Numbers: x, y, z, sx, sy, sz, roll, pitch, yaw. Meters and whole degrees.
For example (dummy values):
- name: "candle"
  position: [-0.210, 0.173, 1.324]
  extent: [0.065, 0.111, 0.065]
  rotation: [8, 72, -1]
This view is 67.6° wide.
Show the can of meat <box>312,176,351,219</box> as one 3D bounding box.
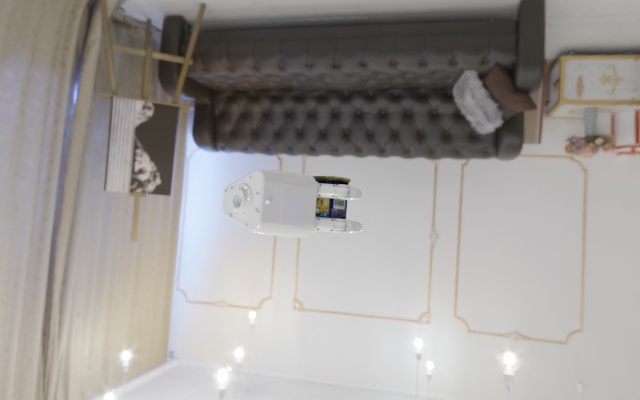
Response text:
- name: "can of meat"
  position: [0.000, 0.003, 0.822]
  extent: [0.102, 0.084, 0.057]
  rotation: [1, -5, 42]
